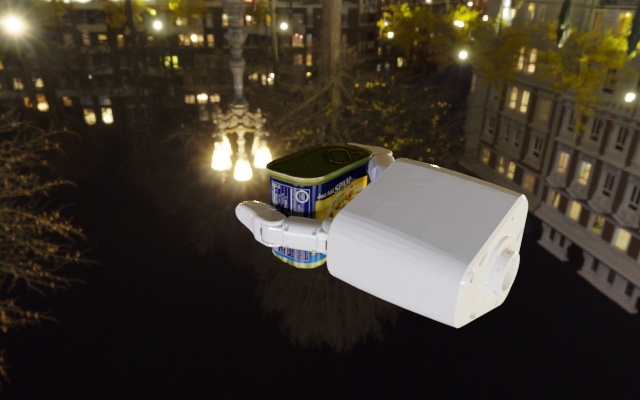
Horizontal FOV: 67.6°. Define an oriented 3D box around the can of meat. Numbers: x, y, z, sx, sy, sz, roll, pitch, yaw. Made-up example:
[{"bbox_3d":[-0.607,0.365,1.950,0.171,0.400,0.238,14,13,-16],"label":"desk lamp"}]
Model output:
[{"bbox_3d":[0.000,0.002,0.429,0.057,0.084,0.102,18,29,34],"label":"can of meat"}]
